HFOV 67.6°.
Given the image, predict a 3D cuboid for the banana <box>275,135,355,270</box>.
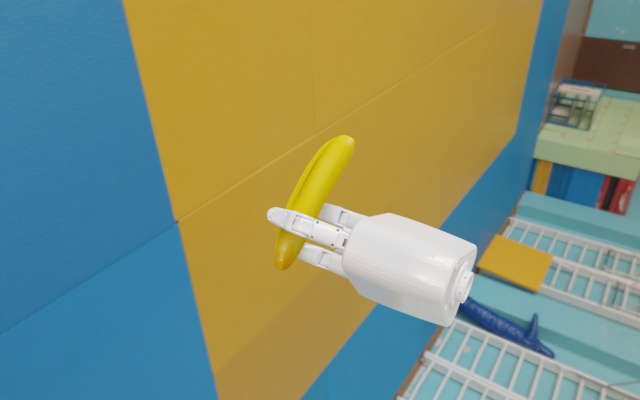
[{"bbox_3d":[-0.002,-0.012,0.557,0.037,0.197,0.070,18,-30,25],"label":"banana"}]
